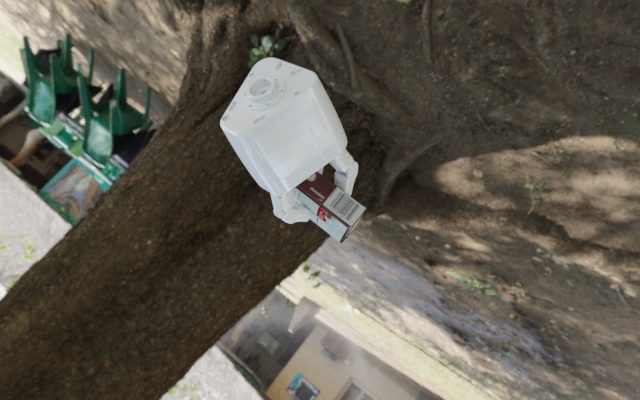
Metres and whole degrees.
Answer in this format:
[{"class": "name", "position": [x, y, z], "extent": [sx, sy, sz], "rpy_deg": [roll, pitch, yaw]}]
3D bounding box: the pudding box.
[{"class": "pudding box", "position": [0.000, 0.002, 0.638], "extent": [0.113, 0.039, 0.090], "rpy_deg": [39, -16, 7]}]
